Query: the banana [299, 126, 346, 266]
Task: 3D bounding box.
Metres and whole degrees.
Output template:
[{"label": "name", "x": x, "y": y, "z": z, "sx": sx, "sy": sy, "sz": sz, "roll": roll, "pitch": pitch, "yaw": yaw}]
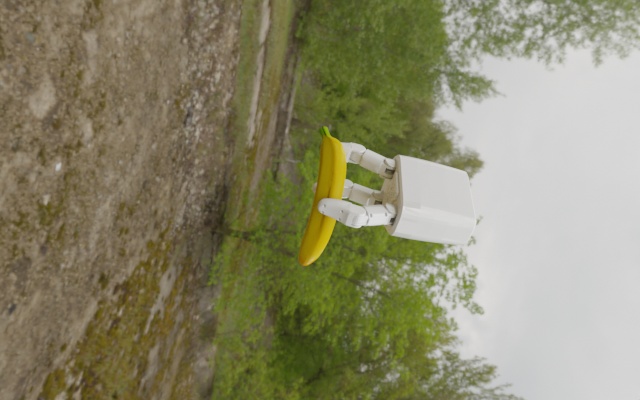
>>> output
[{"label": "banana", "x": 0.004, "y": 0.002, "z": 0.641, "sx": 0.037, "sy": 0.198, "sz": 0.069, "roll": 9, "pitch": 9, "yaw": -13}]
